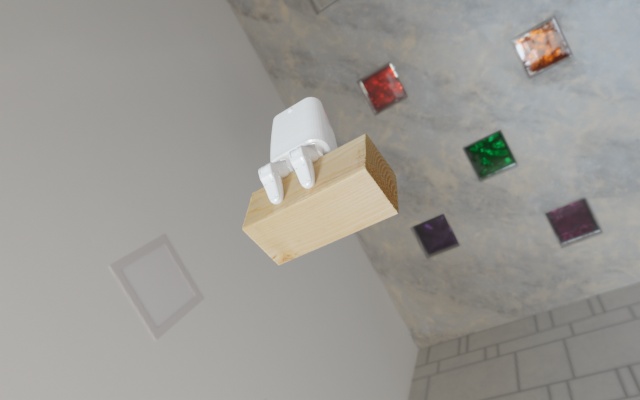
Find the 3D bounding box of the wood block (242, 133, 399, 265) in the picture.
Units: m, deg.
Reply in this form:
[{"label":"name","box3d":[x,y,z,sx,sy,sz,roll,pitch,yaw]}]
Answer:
[{"label":"wood block","box3d":[0.000,0.002,0.695,0.206,0.091,0.090,-26,33,25]}]
